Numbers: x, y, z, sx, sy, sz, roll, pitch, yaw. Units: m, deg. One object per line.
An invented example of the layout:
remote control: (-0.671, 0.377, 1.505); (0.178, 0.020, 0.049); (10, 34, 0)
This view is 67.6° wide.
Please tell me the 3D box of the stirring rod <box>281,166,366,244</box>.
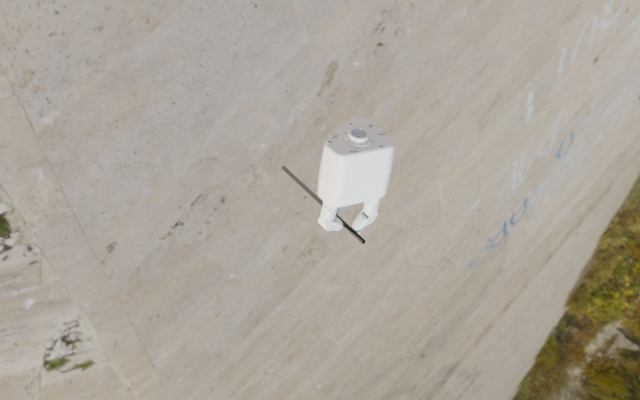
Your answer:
stirring rod: (0.000, 0.003, 0.887); (0.011, 0.011, 0.239); (0, 35, -50)
